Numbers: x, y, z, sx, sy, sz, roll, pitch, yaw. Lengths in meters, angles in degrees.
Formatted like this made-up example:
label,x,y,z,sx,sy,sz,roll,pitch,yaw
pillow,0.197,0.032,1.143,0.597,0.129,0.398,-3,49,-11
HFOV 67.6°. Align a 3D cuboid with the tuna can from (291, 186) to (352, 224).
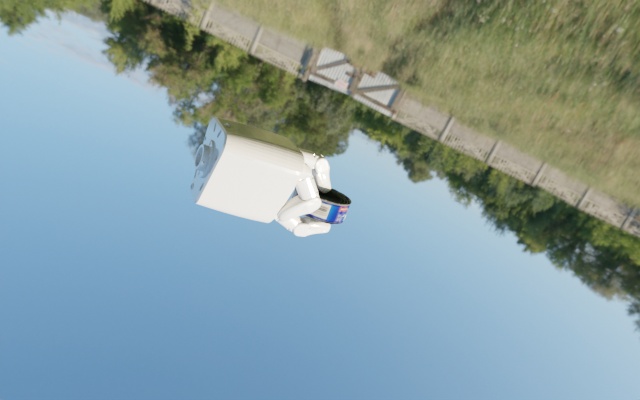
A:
label,x,y,z,sx,sy,sz,roll,pitch,yaw
tuna can,0.000,0.003,0.704,0.086,0.034,0.086,19,15,-5
